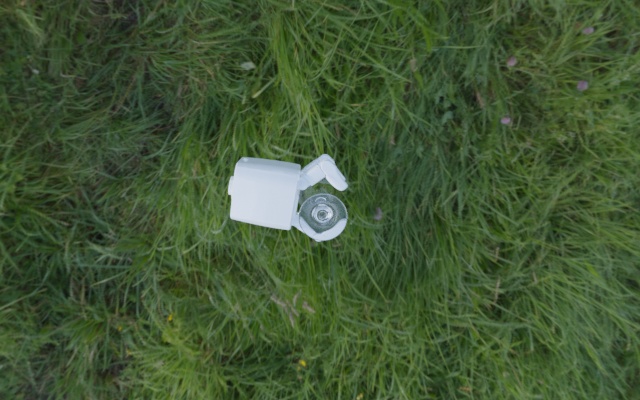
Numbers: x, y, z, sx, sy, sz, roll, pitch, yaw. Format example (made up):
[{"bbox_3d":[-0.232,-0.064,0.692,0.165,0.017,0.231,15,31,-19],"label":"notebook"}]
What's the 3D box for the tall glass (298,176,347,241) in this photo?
[{"bbox_3d":[0.000,0.003,0.819,0.079,0.079,0.201,0,13,-2],"label":"tall glass"}]
